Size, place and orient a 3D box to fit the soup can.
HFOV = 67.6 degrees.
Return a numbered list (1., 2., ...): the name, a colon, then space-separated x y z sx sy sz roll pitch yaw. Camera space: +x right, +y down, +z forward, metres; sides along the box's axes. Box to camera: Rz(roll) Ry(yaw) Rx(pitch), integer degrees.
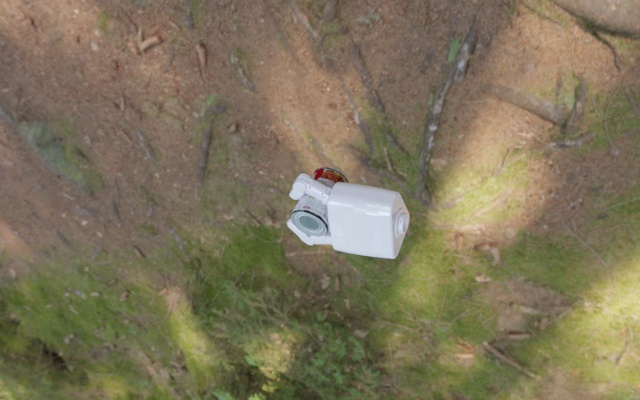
1. soup can: 0.000 0.003 0.810 0.068 0.102 0.069 18 -35 13
